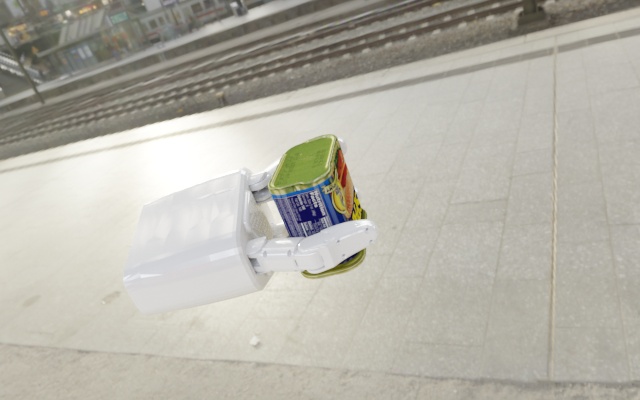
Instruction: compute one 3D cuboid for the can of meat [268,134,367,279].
[{"bbox_3d":[0.000,0.001,0.406,0.057,0.084,0.102,-15,25,14],"label":"can of meat"}]
